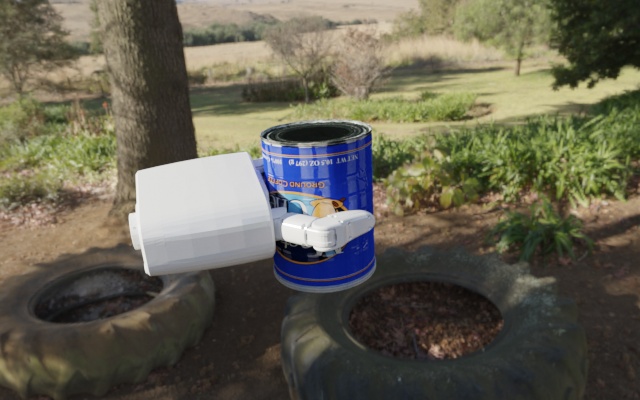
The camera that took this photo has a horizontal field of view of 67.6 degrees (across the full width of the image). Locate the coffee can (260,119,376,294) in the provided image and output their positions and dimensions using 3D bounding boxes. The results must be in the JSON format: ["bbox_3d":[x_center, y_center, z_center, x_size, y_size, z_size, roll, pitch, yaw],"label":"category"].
[{"bbox_3d":[0.000,0.002,0.456,0.103,0.140,0.102,-3,20,1],"label":"coffee can"}]
